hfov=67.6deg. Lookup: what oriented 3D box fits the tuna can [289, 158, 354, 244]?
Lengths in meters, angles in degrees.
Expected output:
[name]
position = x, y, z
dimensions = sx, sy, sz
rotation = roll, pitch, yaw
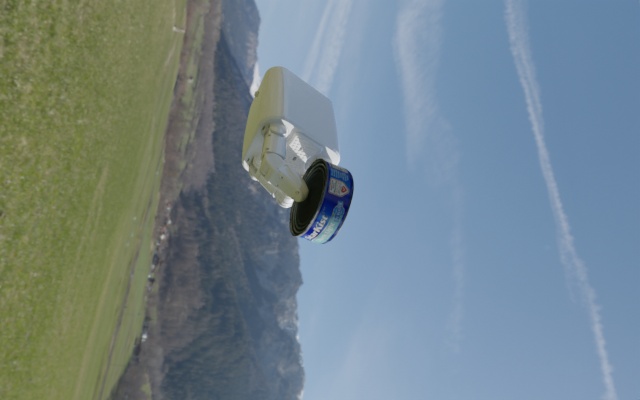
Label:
[tuna can]
position = 0.001, 0.002, 0.501
dimensions = 0.034, 0.086, 0.086
rotation = 20, -7, -20
